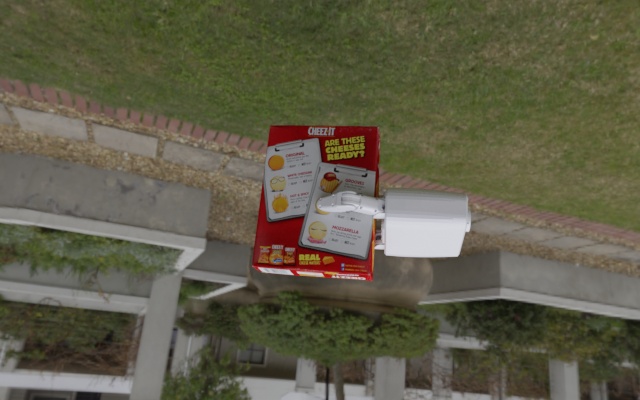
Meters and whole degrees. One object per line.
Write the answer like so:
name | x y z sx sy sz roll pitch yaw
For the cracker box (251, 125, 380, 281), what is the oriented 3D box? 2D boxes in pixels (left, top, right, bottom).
cracker box | 0.000 0.002 0.691 0.164 0.213 0.072 2 -17 9
